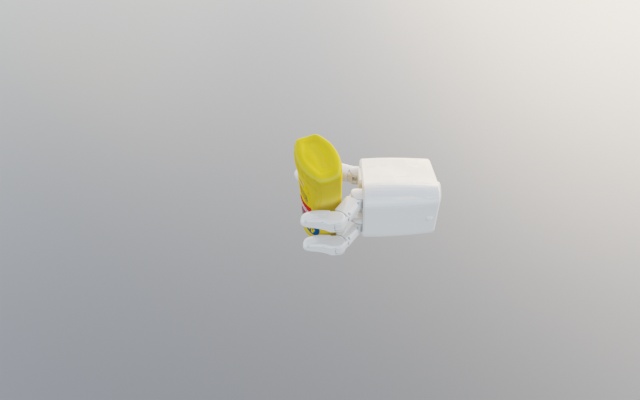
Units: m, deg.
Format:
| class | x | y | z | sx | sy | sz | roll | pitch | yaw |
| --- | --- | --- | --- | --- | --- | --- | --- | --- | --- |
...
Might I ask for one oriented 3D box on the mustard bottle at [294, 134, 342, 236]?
| class | x | y | z | sx | sy | sz | roll | pitch | yaw |
| --- | --- | --- | --- | --- | --- | --- | --- | --- | --- |
| mustard bottle | 0.000 | 0.002 | 0.704 | 0.058 | 0.096 | 0.192 | -19 | -39 | -13 |
